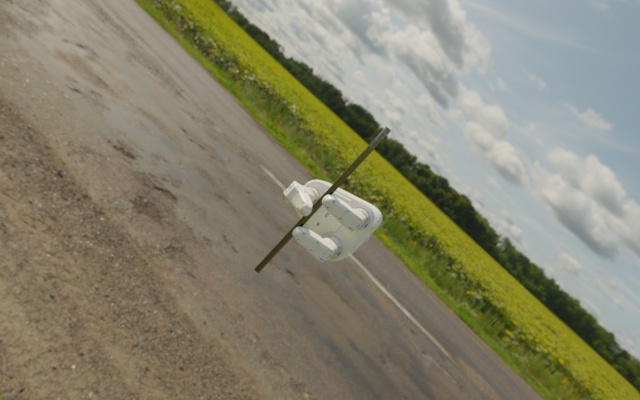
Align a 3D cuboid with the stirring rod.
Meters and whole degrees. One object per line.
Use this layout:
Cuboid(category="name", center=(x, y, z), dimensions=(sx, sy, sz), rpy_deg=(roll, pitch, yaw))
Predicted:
Cuboid(category="stirring rod", center=(0.000, 0.002, 0.585), dimensions=(0.011, 0.239, 0.011), rpy_deg=(41, 9, -8))
